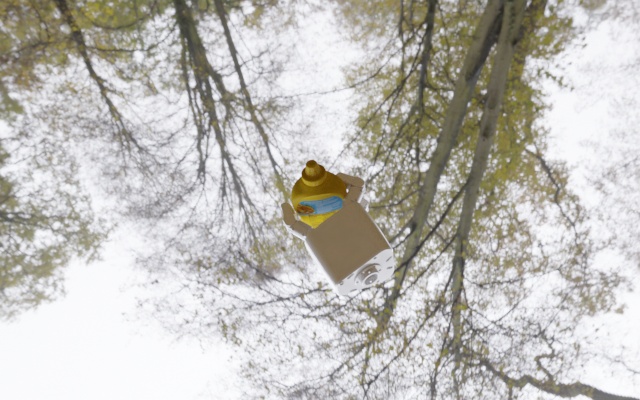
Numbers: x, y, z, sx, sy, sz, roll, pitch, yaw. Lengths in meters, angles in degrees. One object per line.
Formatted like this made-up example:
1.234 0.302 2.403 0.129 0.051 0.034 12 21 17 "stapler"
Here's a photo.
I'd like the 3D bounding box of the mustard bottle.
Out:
0.000 0.003 0.824 0.096 0.058 0.192 -8 -40 5 "mustard bottle"
